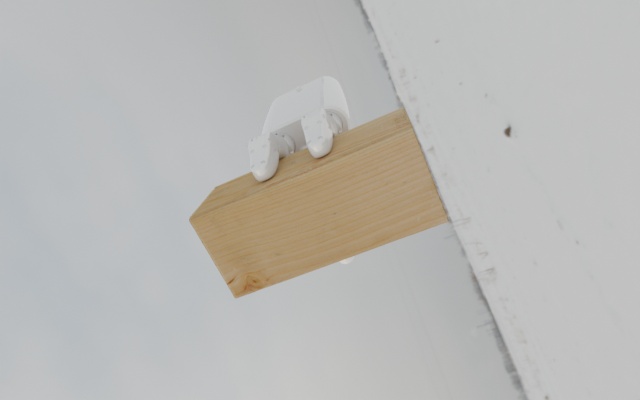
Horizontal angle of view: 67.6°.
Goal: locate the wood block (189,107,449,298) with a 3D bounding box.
[{"bbox_3d":[0.000,0.002,0.446,0.206,0.091,0.090,-22,19,13],"label":"wood block"}]
